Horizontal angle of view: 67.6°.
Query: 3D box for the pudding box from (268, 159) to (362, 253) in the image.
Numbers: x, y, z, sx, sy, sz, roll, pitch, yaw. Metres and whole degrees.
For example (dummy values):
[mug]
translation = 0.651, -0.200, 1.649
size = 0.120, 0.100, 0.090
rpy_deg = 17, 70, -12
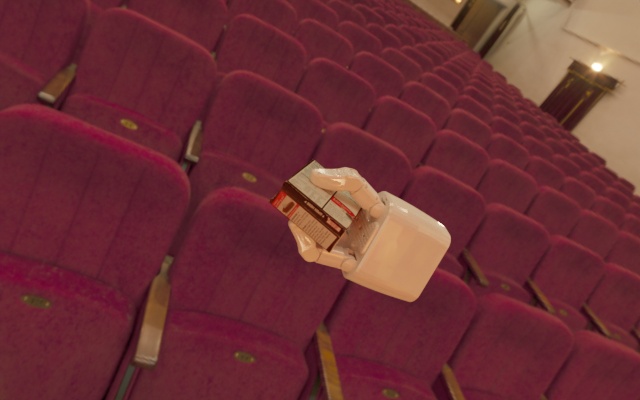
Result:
[pudding box]
translation = 0.000, 0.002, 0.570
size = 0.090, 0.039, 0.113
rpy_deg = 39, 22, 2
